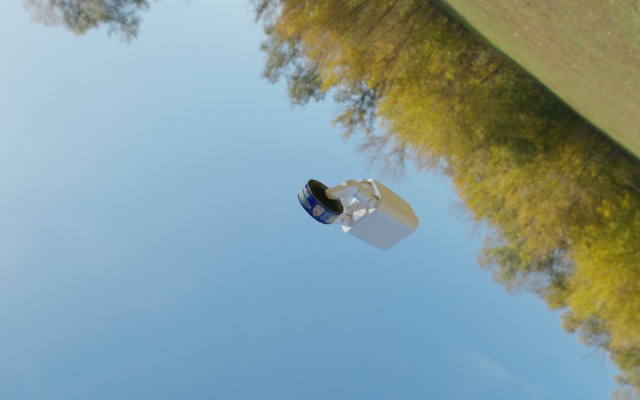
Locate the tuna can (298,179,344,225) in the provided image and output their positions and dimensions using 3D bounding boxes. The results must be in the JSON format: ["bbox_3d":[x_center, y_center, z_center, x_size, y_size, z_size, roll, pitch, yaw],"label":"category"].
[{"bbox_3d":[0.000,0.003,0.874,0.034,0.086,0.086,-47,-21,21],"label":"tuna can"}]
